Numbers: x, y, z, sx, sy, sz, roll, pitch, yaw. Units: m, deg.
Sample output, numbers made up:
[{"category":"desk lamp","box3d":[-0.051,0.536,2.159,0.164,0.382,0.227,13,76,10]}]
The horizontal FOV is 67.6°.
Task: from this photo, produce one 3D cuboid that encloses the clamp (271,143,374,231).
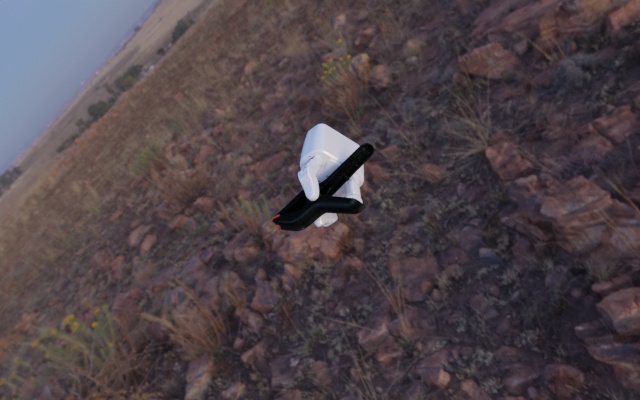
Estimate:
[{"category":"clamp","box3d":[-0.001,0.002,0.780,0.210,0.036,0.164,-33,25,25]}]
